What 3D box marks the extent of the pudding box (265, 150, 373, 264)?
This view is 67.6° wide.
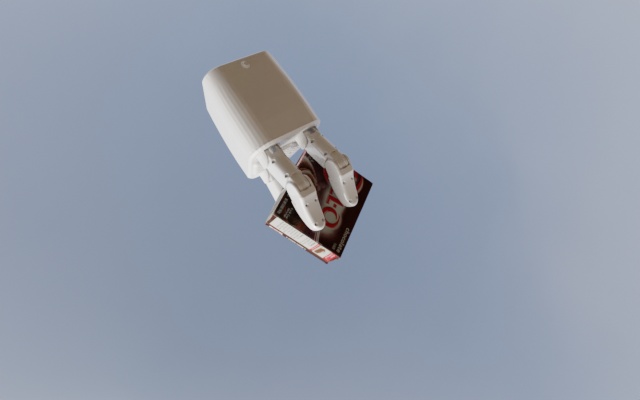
[{"bbox_3d":[0.000,0.002,0.549,0.090,0.113,0.039,34,-30,-12],"label":"pudding box"}]
